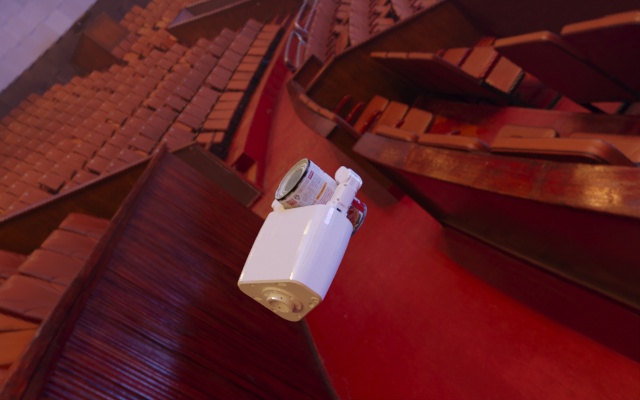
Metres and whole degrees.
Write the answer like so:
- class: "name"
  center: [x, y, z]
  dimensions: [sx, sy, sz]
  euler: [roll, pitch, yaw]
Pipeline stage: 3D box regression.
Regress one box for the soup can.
- class: "soup can"
  center: [0.000, 0.001, 0.620]
  dimensions: [0.102, 0.068, 0.068]
  euler: [38, -15, -20]
